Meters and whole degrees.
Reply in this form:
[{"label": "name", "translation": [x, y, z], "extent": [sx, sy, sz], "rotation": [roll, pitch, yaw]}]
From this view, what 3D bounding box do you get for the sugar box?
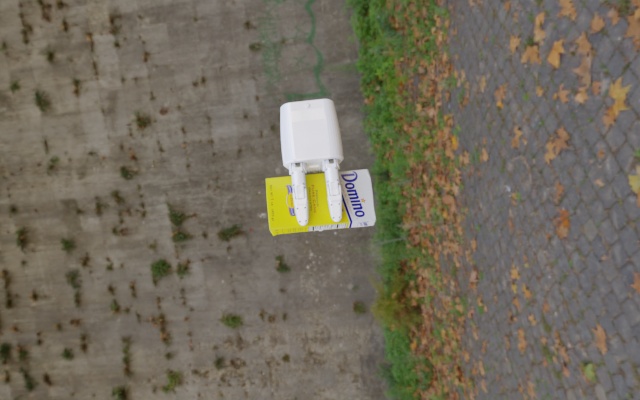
[{"label": "sugar box", "translation": [0.000, 0.002, 0.802], "extent": [0.176, 0.093, 0.048], "rotation": [-7, -17, 0]}]
